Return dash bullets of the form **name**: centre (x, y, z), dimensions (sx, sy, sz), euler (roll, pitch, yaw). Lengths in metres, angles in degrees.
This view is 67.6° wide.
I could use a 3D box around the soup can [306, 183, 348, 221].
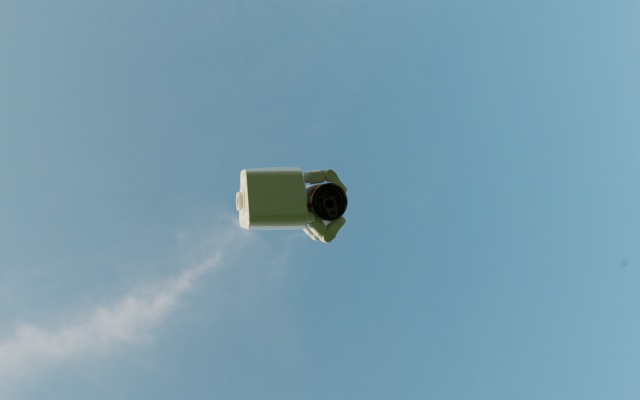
- **soup can**: centre (0.001, 0.003, 0.886), dimensions (0.068, 0.068, 0.102), euler (0, 0, -19)
